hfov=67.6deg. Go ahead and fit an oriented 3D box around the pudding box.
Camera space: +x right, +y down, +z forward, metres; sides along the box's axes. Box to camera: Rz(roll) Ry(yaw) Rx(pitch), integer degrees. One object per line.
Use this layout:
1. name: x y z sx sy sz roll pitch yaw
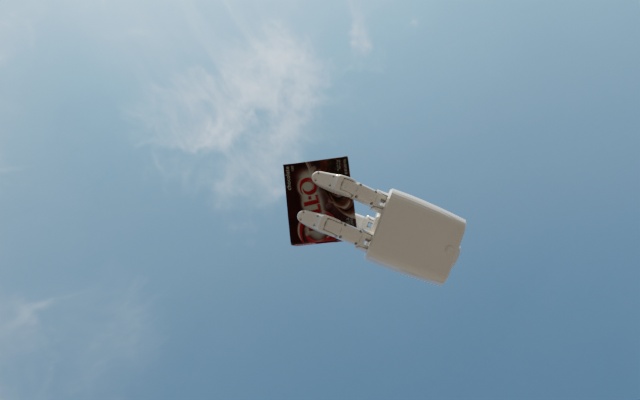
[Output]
1. pudding box: 0.000 0.002 0.649 0.090 0.113 0.039 -7 -10 4
